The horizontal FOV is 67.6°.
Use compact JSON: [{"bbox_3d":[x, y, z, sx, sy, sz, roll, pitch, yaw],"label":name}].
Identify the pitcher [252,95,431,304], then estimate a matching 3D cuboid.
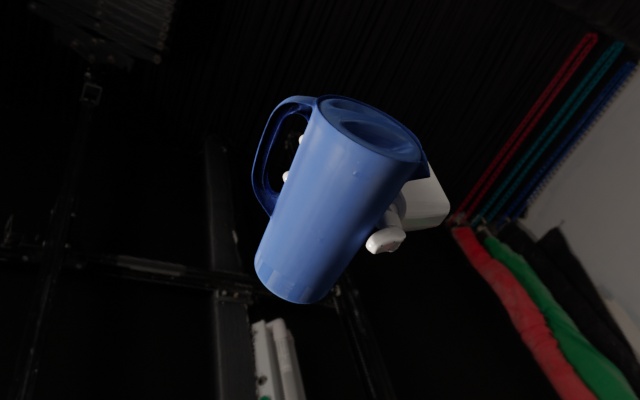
[{"bbox_3d":[0.000,0.002,0.575,0.145,0.243,0.149,0,40,-41],"label":"pitcher"}]
